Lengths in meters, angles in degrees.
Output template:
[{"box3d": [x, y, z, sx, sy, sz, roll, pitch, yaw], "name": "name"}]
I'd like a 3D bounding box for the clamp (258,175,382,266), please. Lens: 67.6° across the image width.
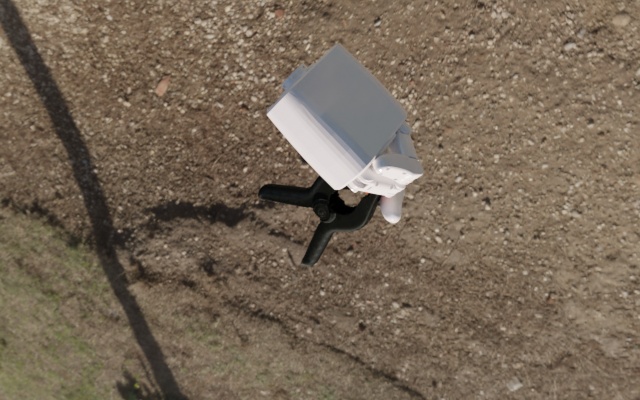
[{"box3d": [0.000, 0.002, 0.574, 0.171, 0.120, 0.039, -37, 9, 36], "name": "clamp"}]
